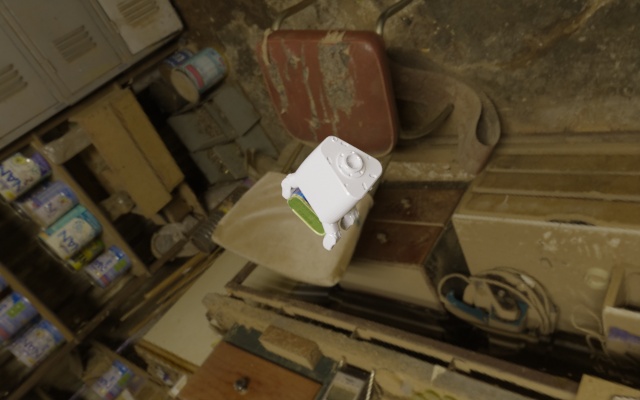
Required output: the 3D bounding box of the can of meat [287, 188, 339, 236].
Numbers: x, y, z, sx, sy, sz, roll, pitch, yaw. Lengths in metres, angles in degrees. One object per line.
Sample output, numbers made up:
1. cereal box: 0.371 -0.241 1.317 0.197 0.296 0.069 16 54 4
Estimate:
1. can of meat: 0.000 0.003 0.888 0.084 0.102 0.057 -49 6 -33
